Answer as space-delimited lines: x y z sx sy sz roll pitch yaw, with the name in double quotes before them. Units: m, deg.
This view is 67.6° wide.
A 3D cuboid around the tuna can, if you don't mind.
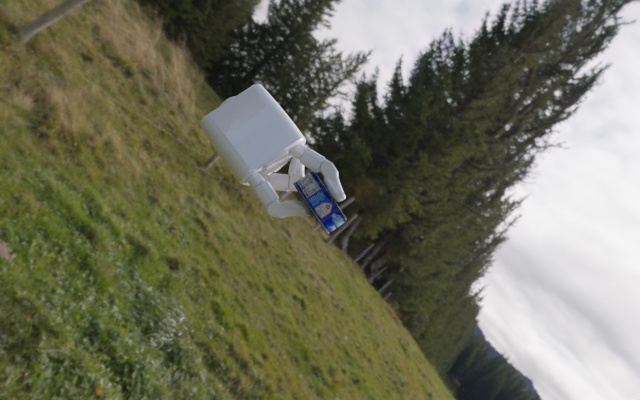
"tuna can" 0.001 0.002 0.659 0.034 0.086 0.086 -34 -1 1
